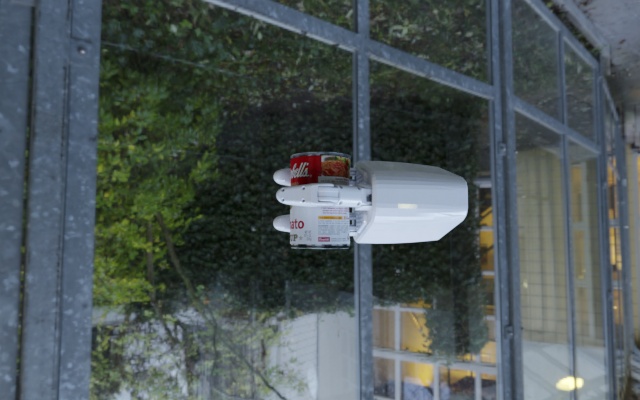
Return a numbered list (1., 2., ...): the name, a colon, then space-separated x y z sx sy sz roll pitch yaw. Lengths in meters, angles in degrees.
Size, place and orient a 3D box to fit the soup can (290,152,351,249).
1. soup can: 0.000 0.002 0.530 0.068 0.102 0.068 0 -4 0
